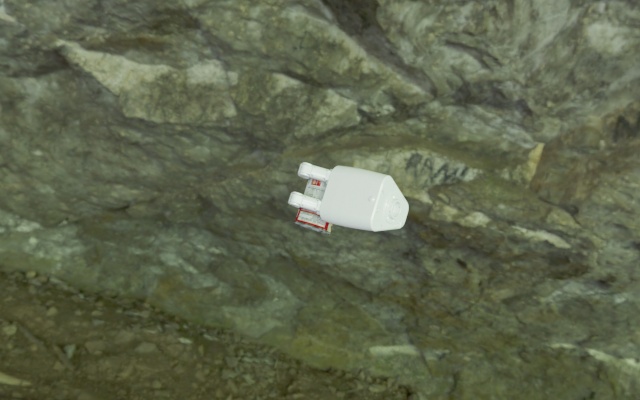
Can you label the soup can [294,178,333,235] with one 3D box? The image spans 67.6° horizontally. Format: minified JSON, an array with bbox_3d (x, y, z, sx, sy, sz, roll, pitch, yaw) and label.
[{"bbox_3d":[0.000,0.002,0.861,0.068,0.102,0.068,17,-6,2],"label":"soup can"}]
